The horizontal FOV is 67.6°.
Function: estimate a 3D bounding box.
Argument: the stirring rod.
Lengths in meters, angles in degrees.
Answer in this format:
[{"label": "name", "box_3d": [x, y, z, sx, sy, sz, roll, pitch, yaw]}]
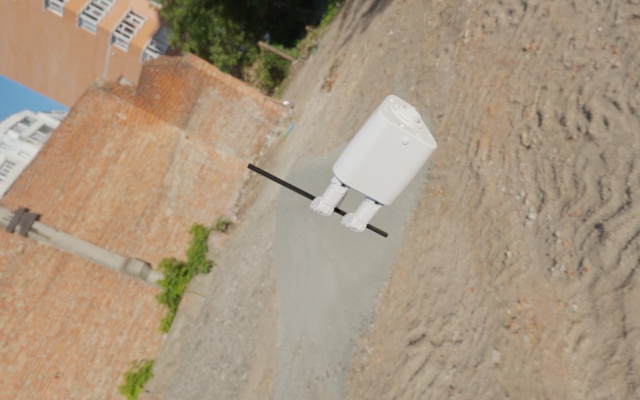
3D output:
[{"label": "stirring rod", "box_3d": [0.000, 0.002, 0.714, 0.239, 0.011, 0.011, 27, -8, -16]}]
